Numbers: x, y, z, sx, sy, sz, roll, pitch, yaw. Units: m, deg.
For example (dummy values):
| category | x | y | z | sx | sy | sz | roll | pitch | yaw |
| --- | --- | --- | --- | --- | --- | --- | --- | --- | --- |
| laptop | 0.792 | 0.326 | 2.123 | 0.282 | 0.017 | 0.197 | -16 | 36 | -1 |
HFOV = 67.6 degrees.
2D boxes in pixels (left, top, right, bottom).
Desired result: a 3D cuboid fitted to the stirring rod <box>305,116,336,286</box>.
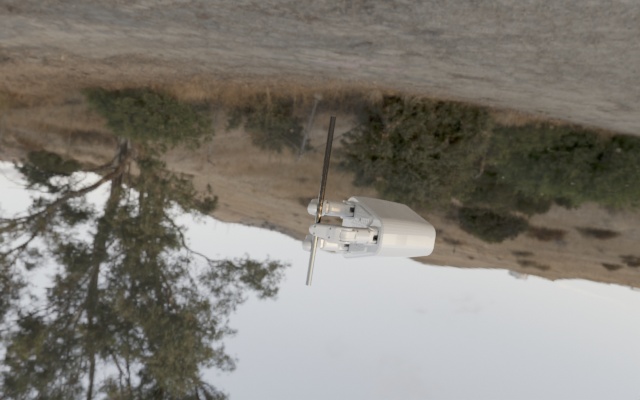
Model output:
| category | x | y | z | sx | sy | sz | roll | pitch | yaw |
| --- | --- | --- | --- | --- | --- | --- | --- | --- | --- |
| stirring rod | 0.000 | 0.002 | 0.673 | 0.011 | 0.239 | 0.011 | 8 | 4 | -1 |
